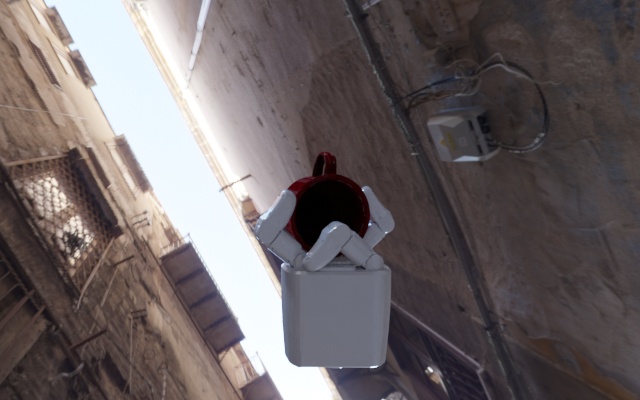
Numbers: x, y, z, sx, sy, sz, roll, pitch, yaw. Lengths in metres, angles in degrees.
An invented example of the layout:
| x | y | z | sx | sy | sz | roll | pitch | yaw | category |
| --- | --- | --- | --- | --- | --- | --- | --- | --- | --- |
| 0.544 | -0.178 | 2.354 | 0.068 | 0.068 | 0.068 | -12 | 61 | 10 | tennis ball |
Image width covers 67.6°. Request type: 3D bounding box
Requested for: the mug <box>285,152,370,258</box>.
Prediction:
| x | y | z | sx | sy | sz | roll | pitch | yaw | category |
| --- | --- | --- | --- | --- | --- | --- | --- | --- | --- |
| 0.000 | 0.000 | 0.558 | 0.093 | 0.117 | 0.081 | 1 | 5 | -18 | mug |
